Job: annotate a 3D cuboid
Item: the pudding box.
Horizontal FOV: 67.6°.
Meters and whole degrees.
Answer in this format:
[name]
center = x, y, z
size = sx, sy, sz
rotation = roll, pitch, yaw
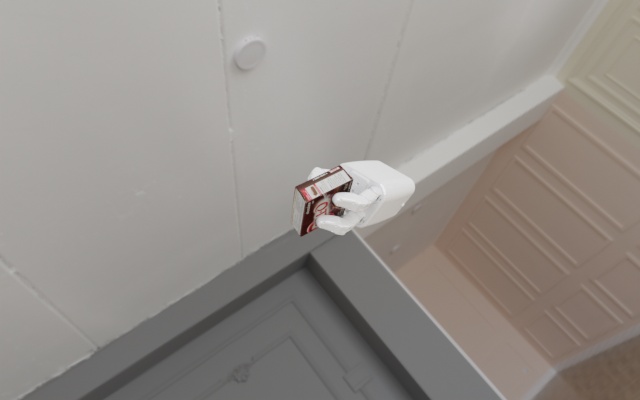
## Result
[pudding box]
center = 0.000, 0.002, 0.775
size = 0.090, 0.039, 0.114
rotation = -28, -27, -22
